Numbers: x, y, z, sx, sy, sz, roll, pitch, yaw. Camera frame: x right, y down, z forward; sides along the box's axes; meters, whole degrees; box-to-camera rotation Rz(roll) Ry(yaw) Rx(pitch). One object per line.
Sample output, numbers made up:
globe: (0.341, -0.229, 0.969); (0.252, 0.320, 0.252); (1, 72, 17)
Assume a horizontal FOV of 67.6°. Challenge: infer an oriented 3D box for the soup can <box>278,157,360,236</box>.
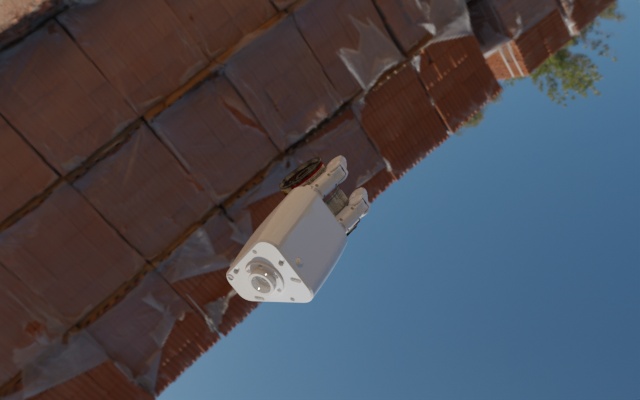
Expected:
soup can: (0.000, 0.002, 0.647); (0.068, 0.102, 0.068); (-32, 16, 11)
